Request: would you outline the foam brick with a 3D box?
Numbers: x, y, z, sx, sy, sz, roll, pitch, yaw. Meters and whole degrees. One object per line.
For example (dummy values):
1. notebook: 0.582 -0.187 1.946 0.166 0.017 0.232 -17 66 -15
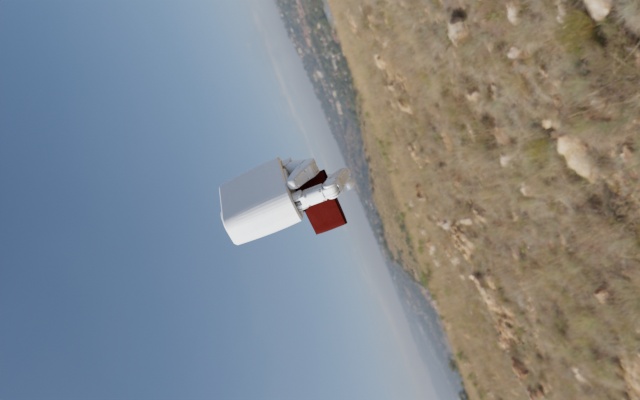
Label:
1. foam brick: 0.000 0.003 0.728 0.051 0.078 0.053 -24 25 4
